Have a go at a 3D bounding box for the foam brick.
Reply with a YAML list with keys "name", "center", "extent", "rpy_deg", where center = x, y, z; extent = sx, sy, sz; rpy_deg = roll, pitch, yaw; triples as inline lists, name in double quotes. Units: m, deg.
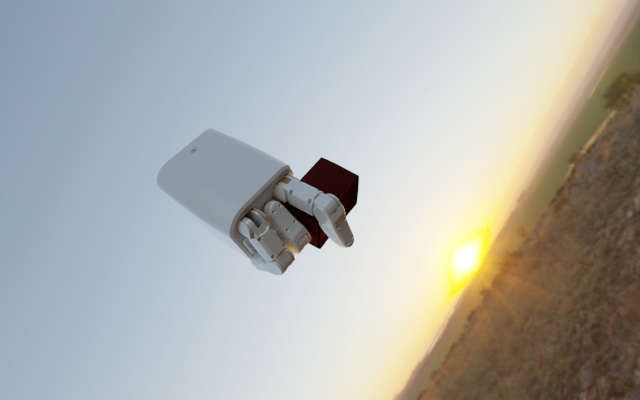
- name: "foam brick"
  center: [0.000, 0.002, 0.519]
  extent: [0.051, 0.078, 0.053]
  rpy_deg: [29, -34, 20]
